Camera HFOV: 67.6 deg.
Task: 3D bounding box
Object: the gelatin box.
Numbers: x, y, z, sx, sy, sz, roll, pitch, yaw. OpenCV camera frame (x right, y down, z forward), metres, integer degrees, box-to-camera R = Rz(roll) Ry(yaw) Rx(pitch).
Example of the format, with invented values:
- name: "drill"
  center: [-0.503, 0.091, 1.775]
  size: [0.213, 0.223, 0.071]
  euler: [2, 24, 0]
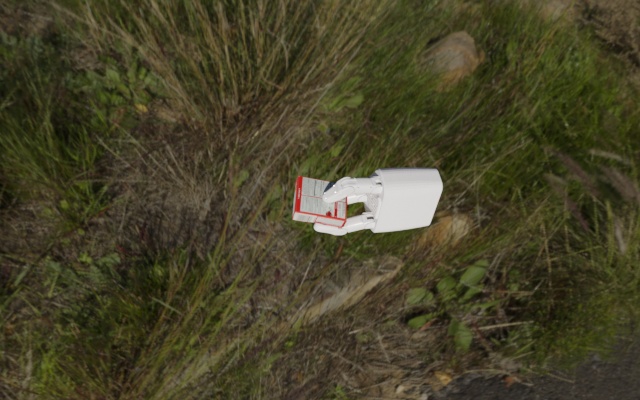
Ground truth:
- name: "gelatin box"
  center: [0.000, 0.002, 0.802]
  size: [0.089, 0.073, 0.030]
  euler: [10, -33, -10]
